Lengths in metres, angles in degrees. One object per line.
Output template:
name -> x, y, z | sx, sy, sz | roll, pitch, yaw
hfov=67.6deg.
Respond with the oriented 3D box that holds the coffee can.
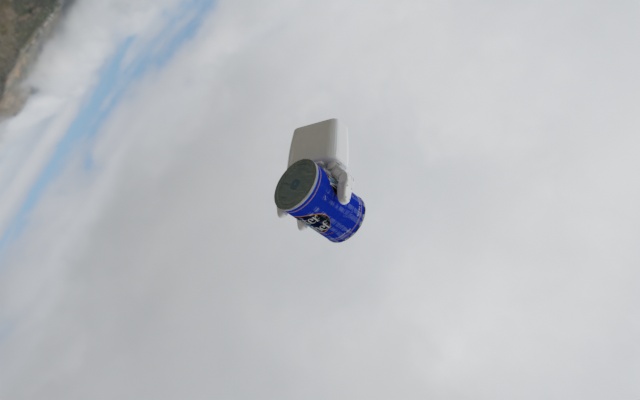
coffee can -> 0.000, 0.003, 0.876 | 0.103, 0.102, 0.140 | 0, -28, 48
